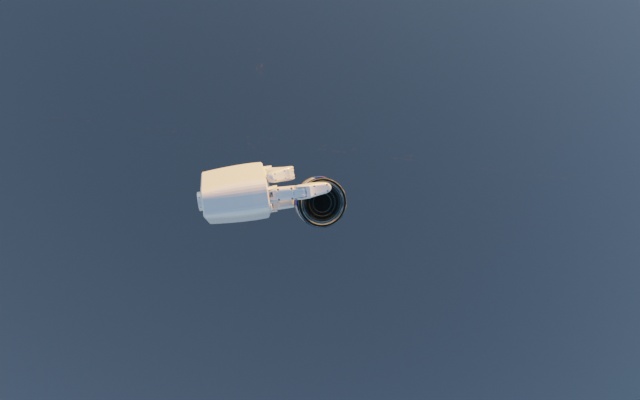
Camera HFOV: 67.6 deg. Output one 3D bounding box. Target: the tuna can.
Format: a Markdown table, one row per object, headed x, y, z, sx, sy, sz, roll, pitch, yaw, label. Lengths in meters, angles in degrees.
| x | y | z | sx | sy | sz | roll | pitch | yaw | label |
| --- | --- | --- | --- | --- | --- | --- | --- | --- | --- |
| 0.000 | 0.003 | 0.801 | 0.086 | 0.086 | 0.034 | 0 | 5 | -12 | tuna can |
